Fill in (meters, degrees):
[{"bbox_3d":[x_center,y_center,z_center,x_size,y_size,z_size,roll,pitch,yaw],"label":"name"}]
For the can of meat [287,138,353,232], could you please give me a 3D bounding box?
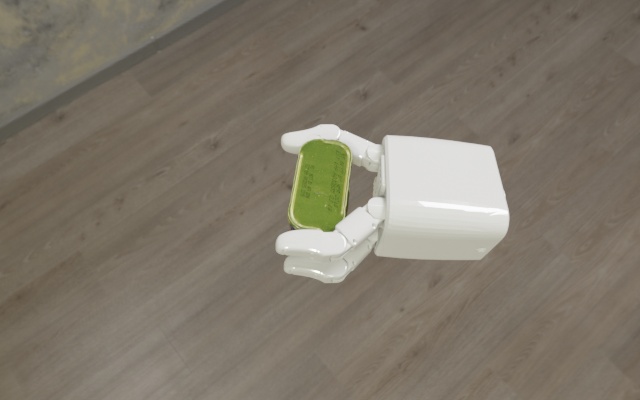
[{"bbox_3d":[0.000,0.001,0.469,0.057,0.102,0.084,7,-24,2],"label":"can of meat"}]
